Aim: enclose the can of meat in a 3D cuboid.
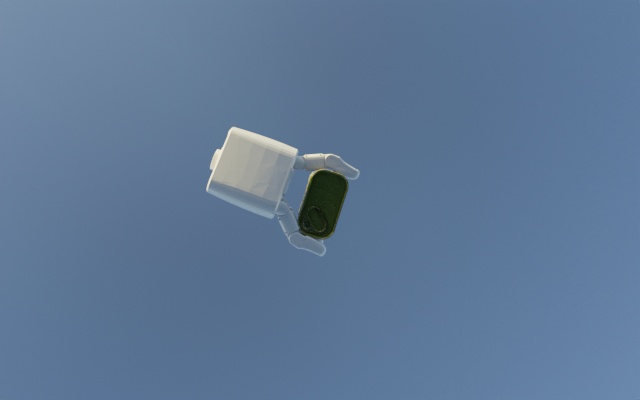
[{"bbox_3d":[0.000,0.002,0.743,0.057,0.102,0.084,17,4,-7],"label":"can of meat"}]
